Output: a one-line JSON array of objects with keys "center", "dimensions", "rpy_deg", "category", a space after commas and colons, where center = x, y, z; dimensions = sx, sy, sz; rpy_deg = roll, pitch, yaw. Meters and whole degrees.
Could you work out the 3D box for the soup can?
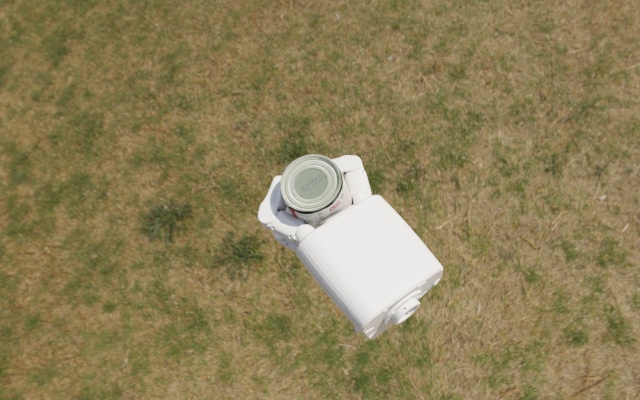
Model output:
[{"center": [0.000, 0.001, 0.528], "dimensions": [0.068, 0.068, 0.102], "rpy_deg": [0, -23, 13], "category": "soup can"}]
